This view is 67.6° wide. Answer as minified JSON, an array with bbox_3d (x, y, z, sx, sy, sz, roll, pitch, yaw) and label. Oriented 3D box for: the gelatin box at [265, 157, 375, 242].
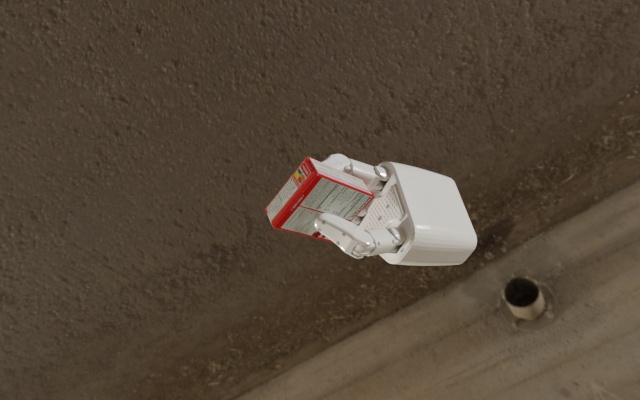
[{"bbox_3d":[0.000,0.002,0.485,0.089,0.073,0.030,18,32,-44],"label":"gelatin box"}]
